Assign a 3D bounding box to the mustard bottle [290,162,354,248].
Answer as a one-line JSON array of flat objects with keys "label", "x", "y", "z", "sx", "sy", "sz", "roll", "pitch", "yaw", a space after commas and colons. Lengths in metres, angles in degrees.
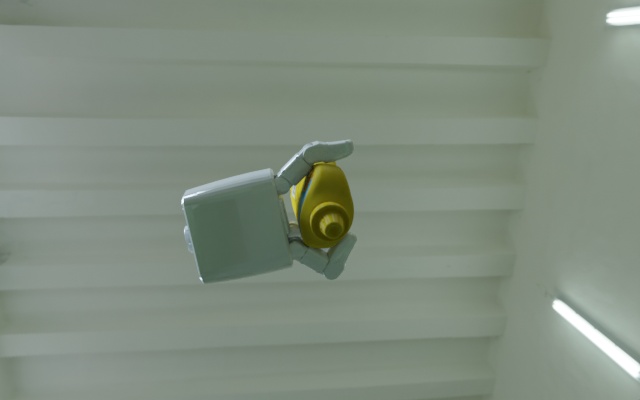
[{"label": "mustard bottle", "x": 0.000, "y": 0.002, "z": 0.557, "sx": 0.058, "sy": 0.096, "sz": 0.191, "roll": 11, "pitch": 15, "yaw": -10}]
